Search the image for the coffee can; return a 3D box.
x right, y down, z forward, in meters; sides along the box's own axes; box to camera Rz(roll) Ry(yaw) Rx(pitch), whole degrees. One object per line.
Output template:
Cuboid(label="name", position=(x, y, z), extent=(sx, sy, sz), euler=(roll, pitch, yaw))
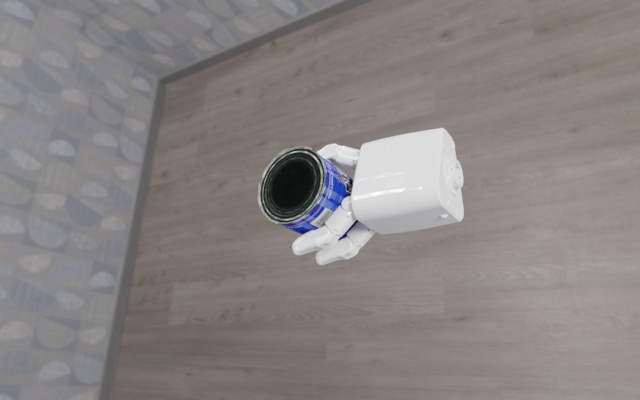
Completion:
Cuboid(label="coffee can", position=(0.000, 0.002, 0.636), extent=(0.103, 0.102, 0.140), euler=(0, -18, 34))
